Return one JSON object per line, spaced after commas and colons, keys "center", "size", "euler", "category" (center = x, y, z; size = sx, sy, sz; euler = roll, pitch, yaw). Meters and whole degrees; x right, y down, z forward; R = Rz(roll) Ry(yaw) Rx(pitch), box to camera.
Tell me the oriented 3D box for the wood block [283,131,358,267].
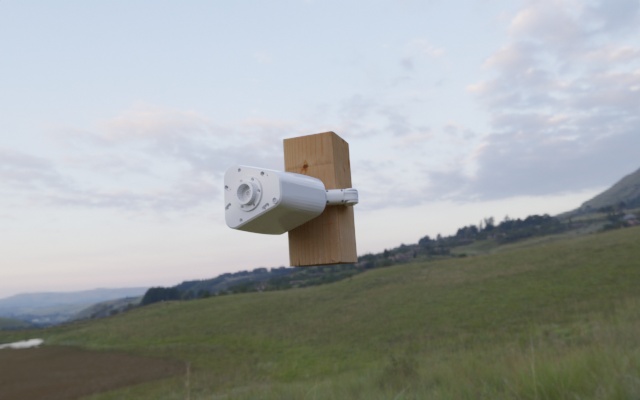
{"center": [0.000, 0.002, 0.784], "size": [0.091, 0.206, 0.090], "euler": [-7, -10, 20], "category": "wood block"}
